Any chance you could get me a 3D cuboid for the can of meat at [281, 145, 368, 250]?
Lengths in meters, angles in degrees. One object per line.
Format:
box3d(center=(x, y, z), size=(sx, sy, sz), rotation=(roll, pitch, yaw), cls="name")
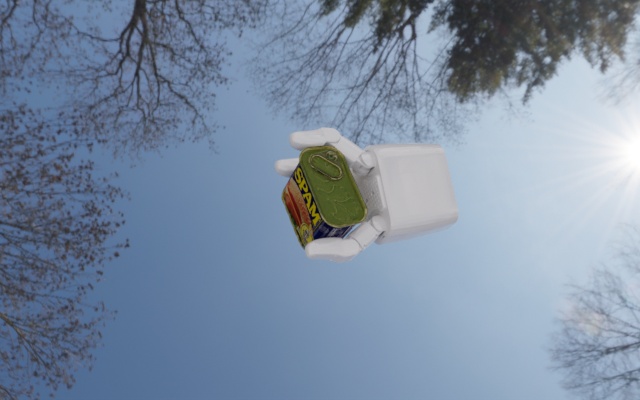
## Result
box3d(center=(0.000, 0.002, 0.555), size=(0.057, 0.102, 0.084), rotation=(-11, -24, -28), cls="can of meat")
